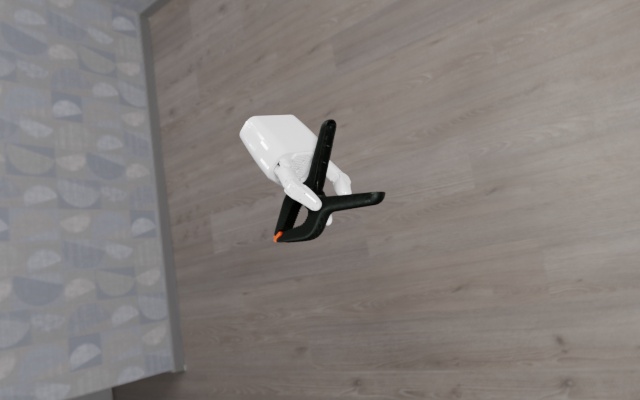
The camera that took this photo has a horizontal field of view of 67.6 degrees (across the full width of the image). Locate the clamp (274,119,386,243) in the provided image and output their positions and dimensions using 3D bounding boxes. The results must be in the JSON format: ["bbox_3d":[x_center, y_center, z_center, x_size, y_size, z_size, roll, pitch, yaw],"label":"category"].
[{"bbox_3d":[-0.001,0.003,0.735,0.036,0.210,0.164,9,35,-47],"label":"clamp"}]
